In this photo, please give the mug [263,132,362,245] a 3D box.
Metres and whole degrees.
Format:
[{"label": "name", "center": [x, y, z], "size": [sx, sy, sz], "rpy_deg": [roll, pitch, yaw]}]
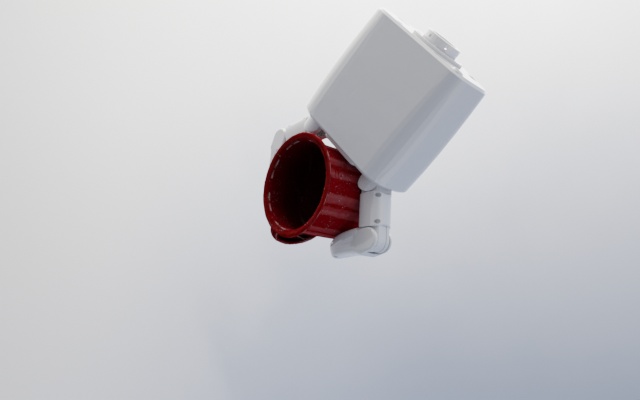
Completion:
[{"label": "mug", "center": [-0.001, 0.003, 0.445], "size": [0.081, 0.117, 0.093], "rpy_deg": [14, 36, -40]}]
